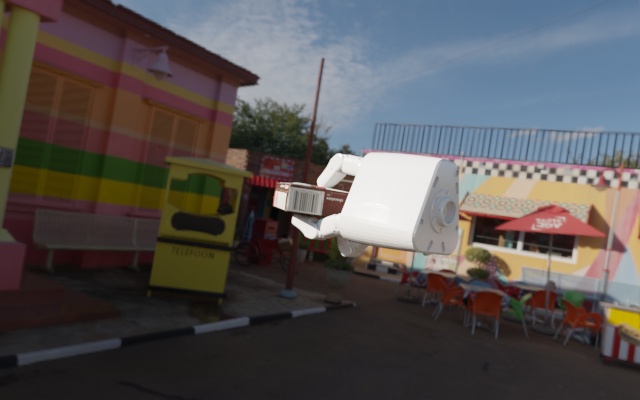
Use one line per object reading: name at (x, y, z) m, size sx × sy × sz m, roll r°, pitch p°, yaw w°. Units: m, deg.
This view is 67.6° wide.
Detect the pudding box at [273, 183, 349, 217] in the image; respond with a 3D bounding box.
pudding box at (0.000, 0.002, 0.640) m, size 0.113 × 0.039 × 0.090 m, roll 11°, pitch -1°, yaw -16°
